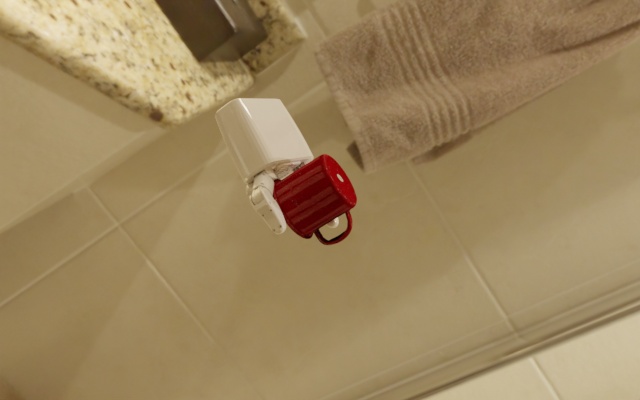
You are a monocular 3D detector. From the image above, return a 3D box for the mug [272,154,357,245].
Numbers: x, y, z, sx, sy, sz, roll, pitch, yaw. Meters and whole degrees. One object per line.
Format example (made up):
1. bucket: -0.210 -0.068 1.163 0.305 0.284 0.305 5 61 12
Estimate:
1. mug: 0.001 0.003 0.632 0.081 0.117 0.093 -31 -10 18
